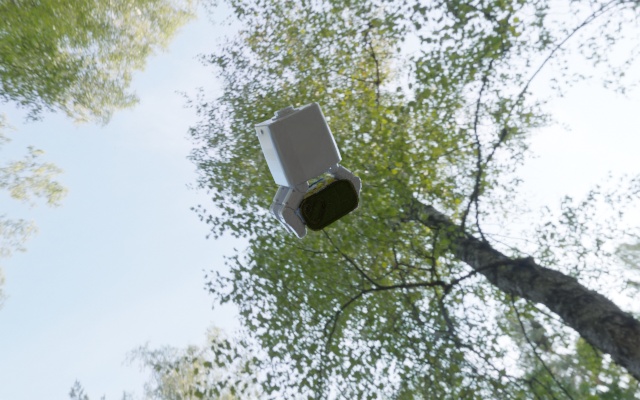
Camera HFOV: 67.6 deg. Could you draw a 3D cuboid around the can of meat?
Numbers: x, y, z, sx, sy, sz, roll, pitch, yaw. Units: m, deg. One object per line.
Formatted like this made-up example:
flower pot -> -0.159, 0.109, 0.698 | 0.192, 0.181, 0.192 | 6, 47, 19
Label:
can of meat -> 0.000, 0.003, 0.809 | 0.102, 0.057, 0.084 | -31, 17, -17
